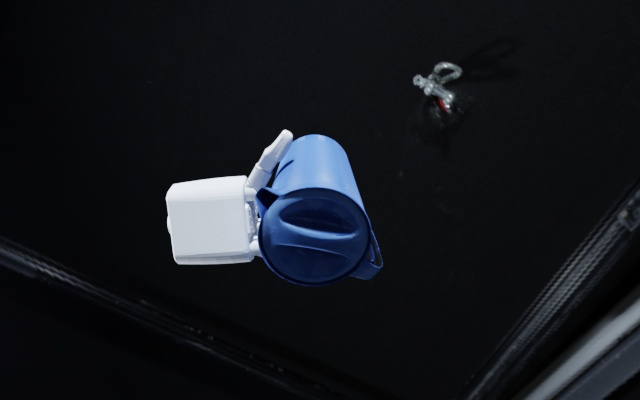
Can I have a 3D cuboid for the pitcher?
[{"bbox_3d":[0.000,0.002,0.657,0.145,0.149,0.242,-7,25,3],"label":"pitcher"}]
